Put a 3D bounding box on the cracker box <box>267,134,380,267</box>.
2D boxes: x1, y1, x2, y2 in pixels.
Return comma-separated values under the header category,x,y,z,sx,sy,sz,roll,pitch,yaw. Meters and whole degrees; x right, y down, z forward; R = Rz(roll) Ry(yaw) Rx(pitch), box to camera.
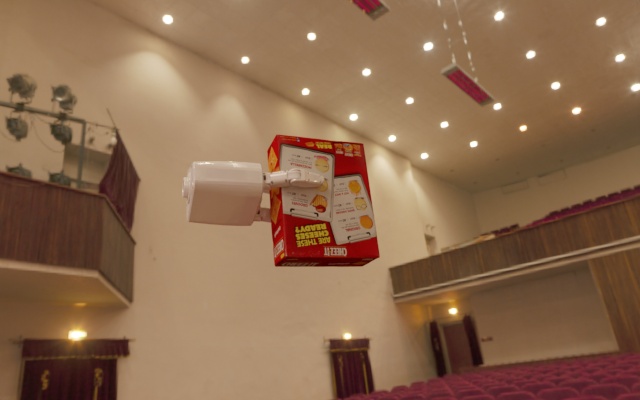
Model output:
category,x,y,z,sx,sy,sz,roll,pitch,yaw
cracker box,0.000,0.002,0.808,0.164,0.213,0.072,3,-23,-22
